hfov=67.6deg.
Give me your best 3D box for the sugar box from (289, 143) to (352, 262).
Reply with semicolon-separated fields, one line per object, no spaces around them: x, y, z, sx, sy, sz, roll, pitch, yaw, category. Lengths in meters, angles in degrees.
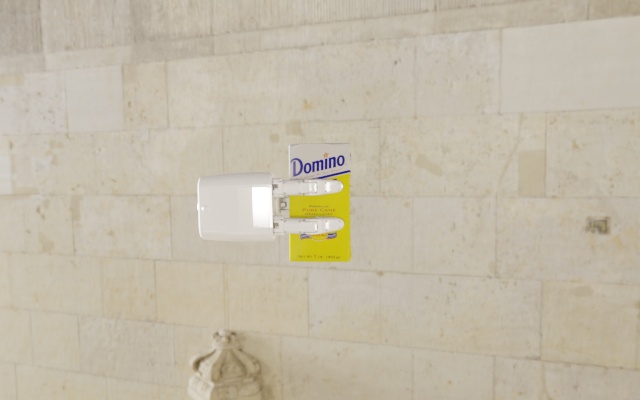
0.000;0.002;0.718;0.093;0.176;0.048;-1;4;5;sugar box
